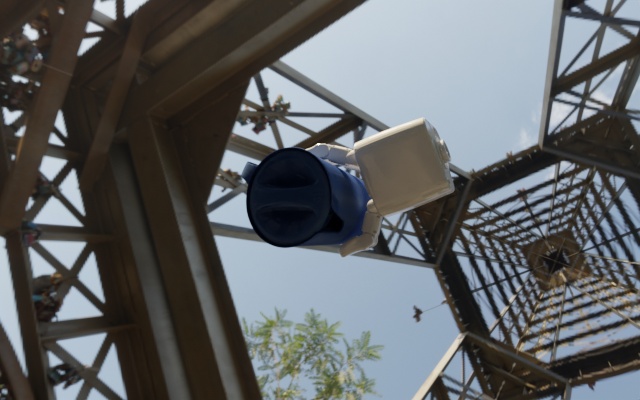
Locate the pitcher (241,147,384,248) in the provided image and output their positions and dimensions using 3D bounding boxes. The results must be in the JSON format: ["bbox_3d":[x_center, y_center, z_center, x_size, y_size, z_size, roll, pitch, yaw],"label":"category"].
[{"bbox_3d":[0.000,0.002,0.729,0.145,0.149,0.243,-21,-16,24],"label":"pitcher"}]
